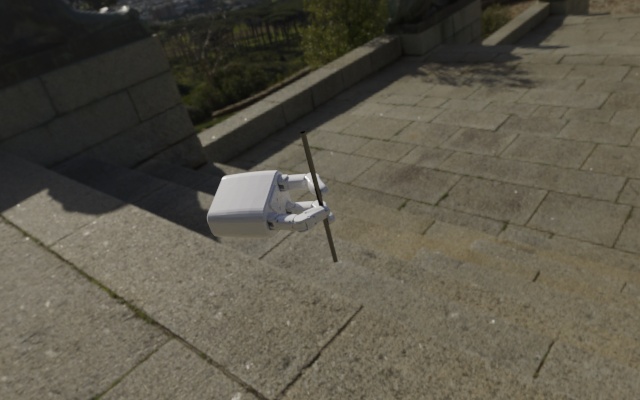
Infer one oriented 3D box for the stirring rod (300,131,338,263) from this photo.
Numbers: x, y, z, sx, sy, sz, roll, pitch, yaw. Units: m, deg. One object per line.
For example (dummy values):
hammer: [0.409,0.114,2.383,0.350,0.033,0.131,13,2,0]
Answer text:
stirring rod: [0.000,0.003,0.745,0.011,0.240,0.011,-10,31,6]
